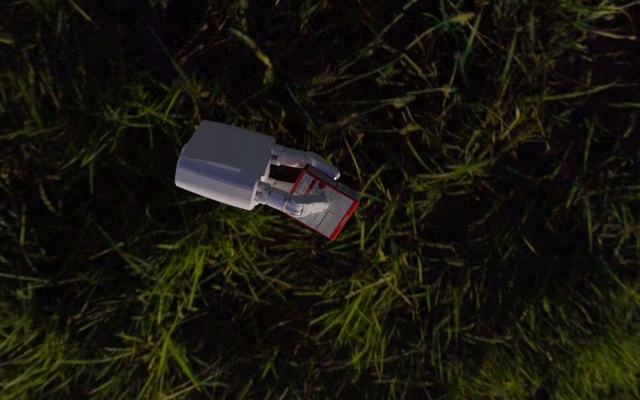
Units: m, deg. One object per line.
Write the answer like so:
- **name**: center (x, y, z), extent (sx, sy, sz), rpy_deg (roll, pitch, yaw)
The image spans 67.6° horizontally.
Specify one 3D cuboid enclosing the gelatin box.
- **gelatin box**: center (0.000, 0.003, 0.665), extent (0.089, 0.073, 0.030), rpy_deg (30, 26, -4)
